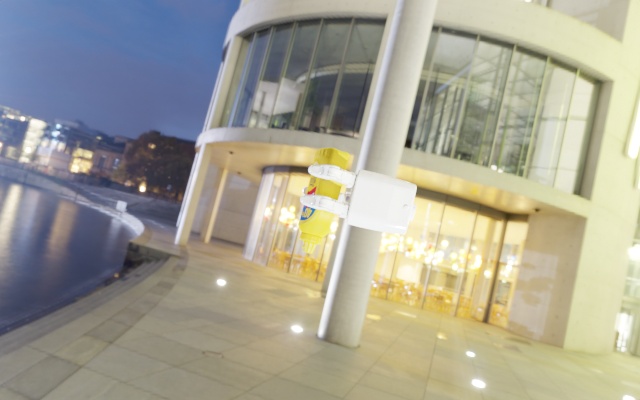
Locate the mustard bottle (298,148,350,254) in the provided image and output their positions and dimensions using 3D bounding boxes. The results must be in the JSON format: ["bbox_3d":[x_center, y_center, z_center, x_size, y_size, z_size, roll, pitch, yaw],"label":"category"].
[{"bbox_3d":[0.000,0.003,0.877,0.058,0.191,0.096,16,-6,-20],"label":"mustard bottle"}]
